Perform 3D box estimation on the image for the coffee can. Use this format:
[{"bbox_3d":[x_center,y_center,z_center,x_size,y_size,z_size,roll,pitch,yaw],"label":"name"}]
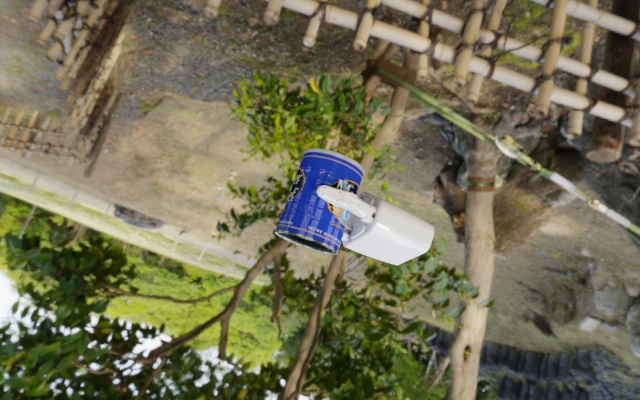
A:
[{"bbox_3d":[0.000,0.002,0.752,0.103,0.140,0.103,18,-13,4],"label":"coffee can"}]
